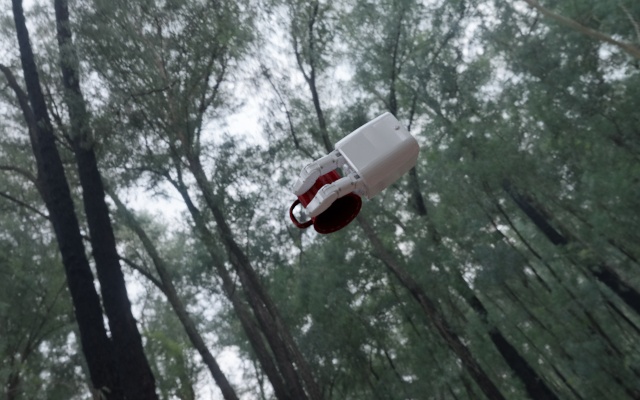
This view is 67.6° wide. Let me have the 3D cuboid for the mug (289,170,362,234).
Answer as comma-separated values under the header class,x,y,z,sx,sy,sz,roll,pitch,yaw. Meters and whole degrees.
class,x,y,z,sx,sy,sz,roll,pitch,yaw
mug,-0.001,0.003,0.808,0.117,0.081,0.093,-33,-34,-3
